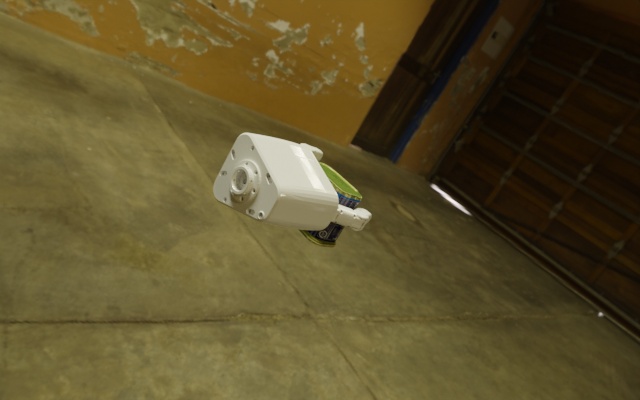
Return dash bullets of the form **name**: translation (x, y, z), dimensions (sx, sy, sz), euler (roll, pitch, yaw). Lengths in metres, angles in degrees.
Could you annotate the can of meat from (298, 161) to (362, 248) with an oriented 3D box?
- **can of meat**: translation (0.000, 0.002, 0.674), dimensions (0.057, 0.084, 0.102), euler (12, 25, -48)
